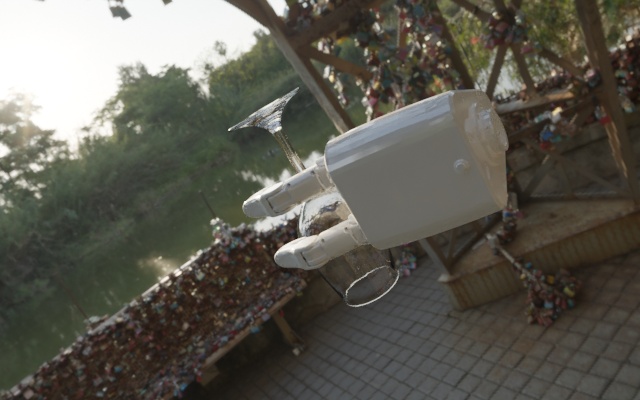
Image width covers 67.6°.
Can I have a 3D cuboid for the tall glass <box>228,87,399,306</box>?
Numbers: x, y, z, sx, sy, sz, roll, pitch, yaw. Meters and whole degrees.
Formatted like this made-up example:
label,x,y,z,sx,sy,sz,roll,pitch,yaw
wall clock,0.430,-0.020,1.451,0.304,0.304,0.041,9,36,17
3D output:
label,x,y,z,sx,sy,sz,roll,pitch,yaw
tall glass,0.000,0.001,0.446,0.079,0.201,0.079,-29,14,8
